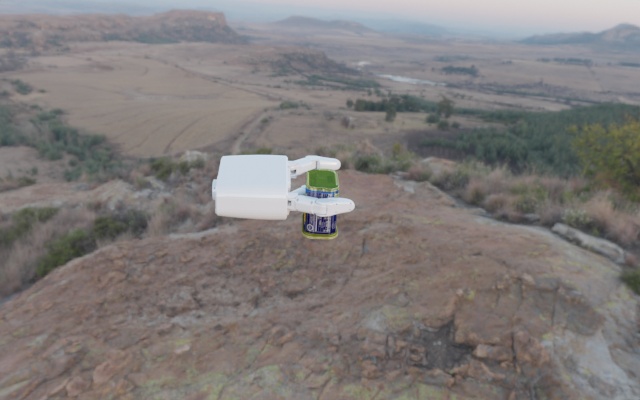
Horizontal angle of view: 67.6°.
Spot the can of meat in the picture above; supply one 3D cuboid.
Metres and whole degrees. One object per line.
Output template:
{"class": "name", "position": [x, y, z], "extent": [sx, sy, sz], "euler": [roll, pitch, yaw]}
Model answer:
{"class": "can of meat", "position": [0.000, 0.002, 0.768], "extent": [0.057, 0.084, 0.102], "euler": [2, 21, -2]}
